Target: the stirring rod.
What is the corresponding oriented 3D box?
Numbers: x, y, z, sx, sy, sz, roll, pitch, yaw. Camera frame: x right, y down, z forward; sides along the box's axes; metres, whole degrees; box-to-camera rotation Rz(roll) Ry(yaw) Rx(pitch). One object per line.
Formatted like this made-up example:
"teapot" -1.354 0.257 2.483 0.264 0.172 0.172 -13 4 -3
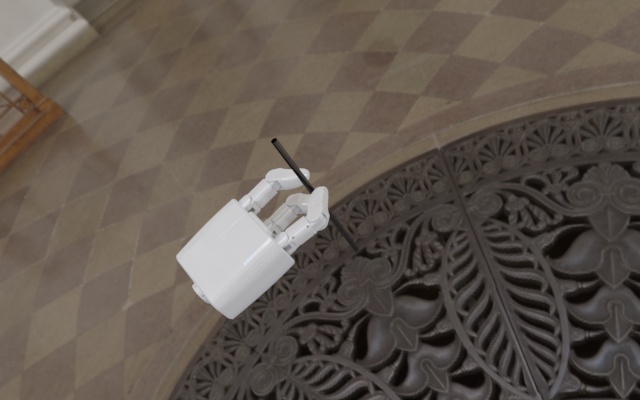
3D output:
"stirring rod" 0.000 0.002 0.631 0.011 0.011 0.240 0 -36 34
